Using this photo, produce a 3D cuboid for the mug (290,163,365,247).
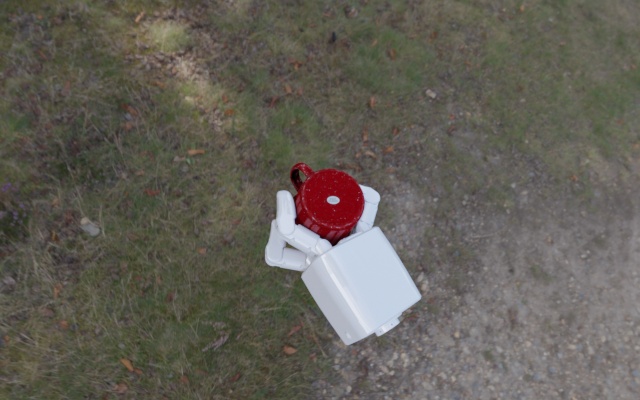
[{"bbox_3d":[-0.001,0.001,0.605,0.093,0.117,0.081,-27,-13,-24],"label":"mug"}]
